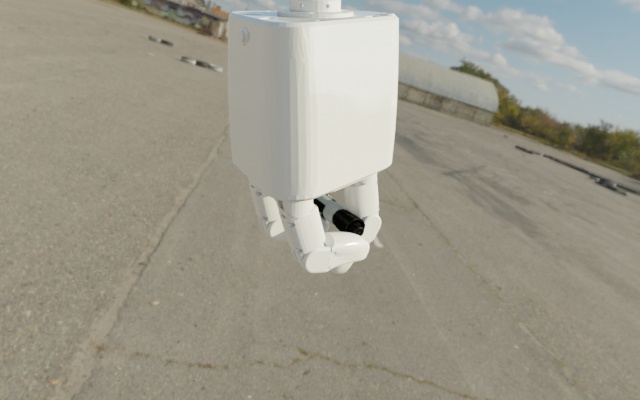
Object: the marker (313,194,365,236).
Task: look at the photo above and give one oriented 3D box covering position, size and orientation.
[{"bbox_3d":[0.000,0.001,0.412,0.020,0.020,0.121,0,23,-32],"label":"marker"}]
